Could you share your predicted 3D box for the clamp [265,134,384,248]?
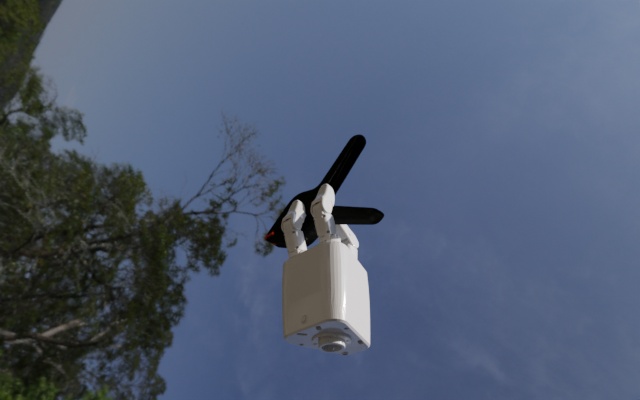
[{"bbox_3d":[0.000,0.003,0.702,0.210,0.164,0.036,-30,-49,32],"label":"clamp"}]
